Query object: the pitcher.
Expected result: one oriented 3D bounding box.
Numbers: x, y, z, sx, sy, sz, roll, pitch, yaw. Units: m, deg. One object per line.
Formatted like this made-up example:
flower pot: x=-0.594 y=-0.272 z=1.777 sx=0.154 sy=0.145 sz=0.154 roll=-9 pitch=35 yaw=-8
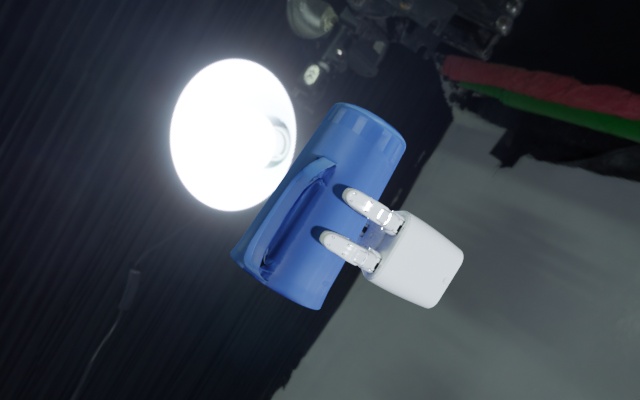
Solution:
pitcher: x=0.000 y=0.002 z=0.594 sx=0.145 sy=0.243 sz=0.149 roll=32 pitch=-1 yaw=-24
